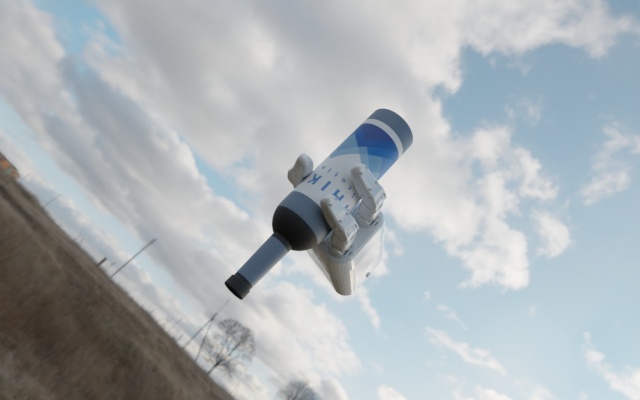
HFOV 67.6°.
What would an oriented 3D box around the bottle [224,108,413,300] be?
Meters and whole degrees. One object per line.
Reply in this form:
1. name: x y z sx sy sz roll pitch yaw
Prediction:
1. bottle: 0.000 0.002 0.573 0.295 0.069 0.069 -46 22 -23
